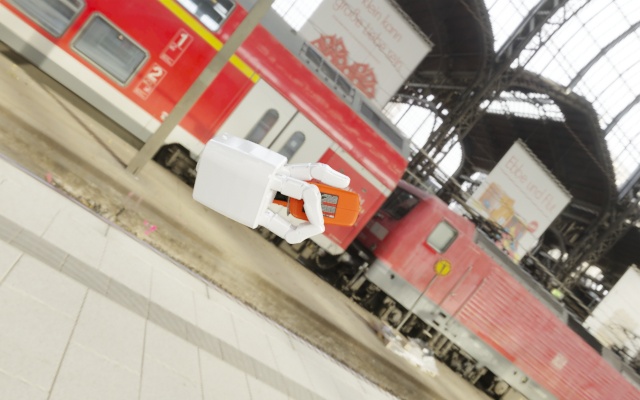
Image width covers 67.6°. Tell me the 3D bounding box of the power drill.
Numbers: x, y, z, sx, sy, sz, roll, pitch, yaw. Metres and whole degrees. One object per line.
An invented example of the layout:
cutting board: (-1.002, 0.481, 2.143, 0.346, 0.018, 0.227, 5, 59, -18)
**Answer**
power drill: (0.000, 0.003, 0.788, 0.184, 0.057, 0.187, 9, 1, -15)
